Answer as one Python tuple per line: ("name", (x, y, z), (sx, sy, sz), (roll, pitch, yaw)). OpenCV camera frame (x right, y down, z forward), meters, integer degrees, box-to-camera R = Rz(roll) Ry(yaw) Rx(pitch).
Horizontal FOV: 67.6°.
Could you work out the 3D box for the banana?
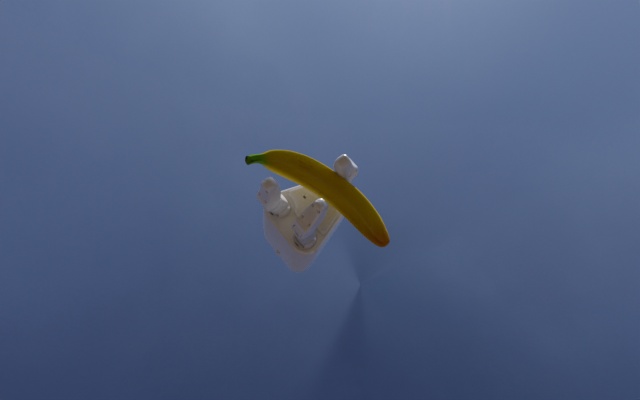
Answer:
("banana", (0.004, -0.011, 0.590), (0.198, 0.069, 0.037), (30, -44, 1))
